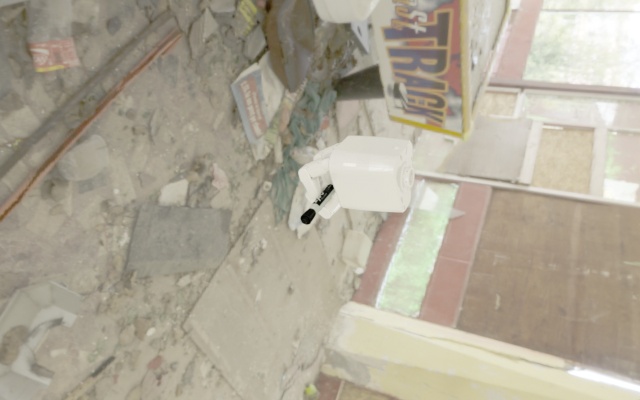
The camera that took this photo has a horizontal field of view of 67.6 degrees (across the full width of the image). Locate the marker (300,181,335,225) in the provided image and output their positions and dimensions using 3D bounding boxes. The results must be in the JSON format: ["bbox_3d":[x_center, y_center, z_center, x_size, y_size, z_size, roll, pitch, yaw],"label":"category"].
[{"bbox_3d":[0.000,0.003,0.781,0.020,0.020,0.121,0,30,29],"label":"marker"}]
